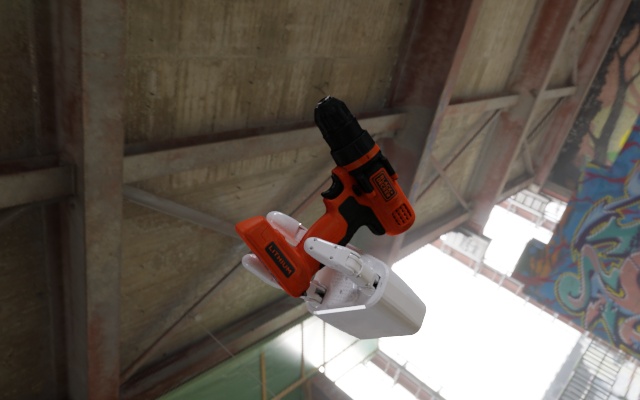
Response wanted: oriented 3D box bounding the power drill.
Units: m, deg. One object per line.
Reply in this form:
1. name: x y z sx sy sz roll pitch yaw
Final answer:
1. power drill: 0.000 0.002 0.539 0.187 0.184 0.057 -38 14 -12
